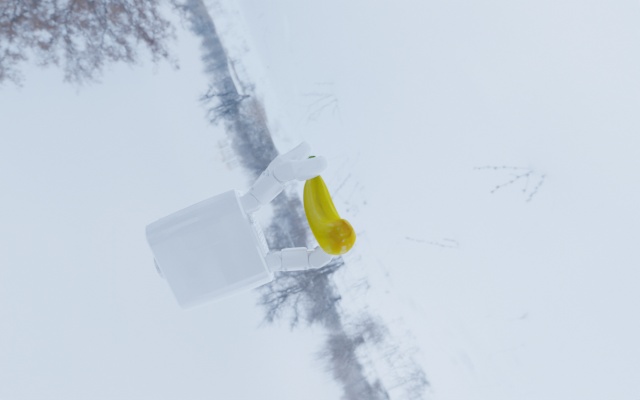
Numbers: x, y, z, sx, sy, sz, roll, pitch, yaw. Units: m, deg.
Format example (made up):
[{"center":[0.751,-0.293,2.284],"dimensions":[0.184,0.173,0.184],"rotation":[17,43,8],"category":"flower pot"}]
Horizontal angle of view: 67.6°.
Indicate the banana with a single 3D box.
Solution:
[{"center":[0.004,0.016,0.509],"dimensions":[0.037,0.070,0.197],"rotation":[-19,27,-4],"category":"banana"}]
